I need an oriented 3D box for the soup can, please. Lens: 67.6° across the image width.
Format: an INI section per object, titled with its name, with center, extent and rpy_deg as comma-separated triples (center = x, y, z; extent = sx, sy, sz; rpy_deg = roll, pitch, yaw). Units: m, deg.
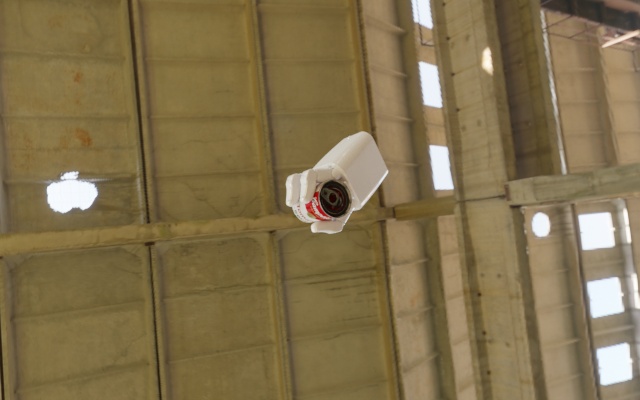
[soup can]
center = 0.000, 0.003, 0.867
extent = 0.068, 0.068, 0.102
rpy_deg = 0, -7, -32
